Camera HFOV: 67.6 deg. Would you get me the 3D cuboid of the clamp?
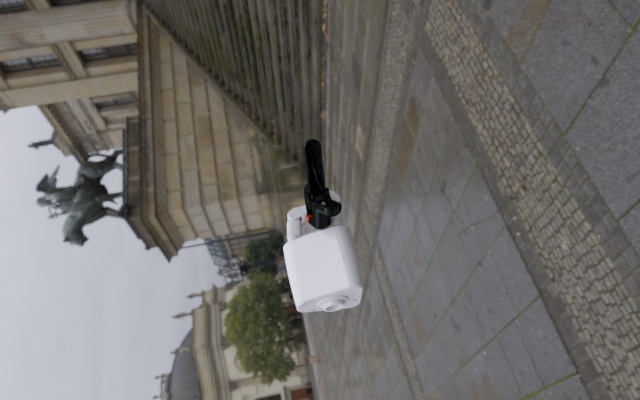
[{"bbox_3d":[-0.001,0.002,0.723,0.039,0.120,0.172,-10,-32,-6],"label":"clamp"}]
